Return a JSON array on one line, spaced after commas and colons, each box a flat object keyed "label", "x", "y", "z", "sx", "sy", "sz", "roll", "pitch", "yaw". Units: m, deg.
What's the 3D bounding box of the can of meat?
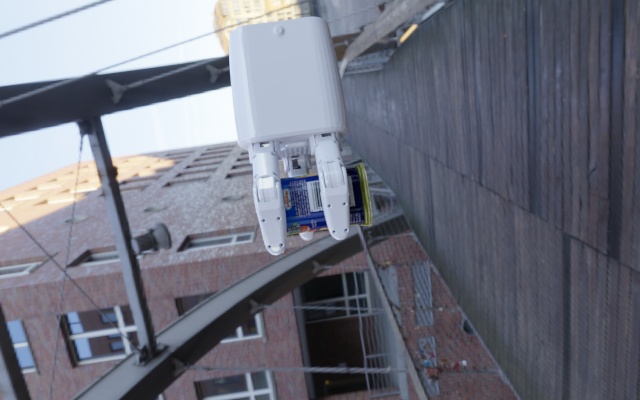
[{"label": "can of meat", "x": 0.000, "y": 0.002, "z": 0.458, "sx": 0.084, "sy": 0.057, "sz": 0.102, "roll": -8, "pitch": -2, "yaw": -2}]
